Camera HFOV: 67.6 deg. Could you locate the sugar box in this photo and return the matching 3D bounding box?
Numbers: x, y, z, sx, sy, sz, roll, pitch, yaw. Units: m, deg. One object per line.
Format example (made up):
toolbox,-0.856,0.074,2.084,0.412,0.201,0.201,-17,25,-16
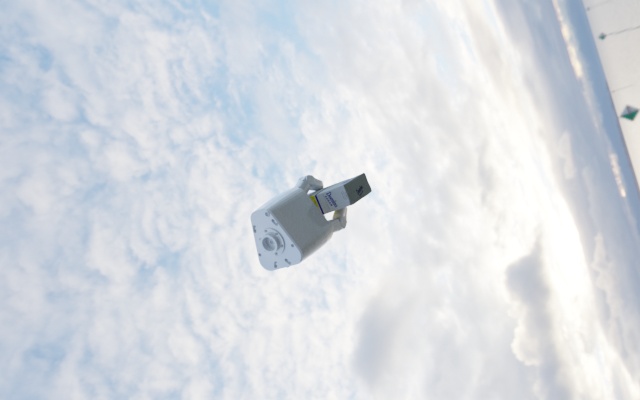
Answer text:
sugar box,0.000,0.004,0.899,0.176,0.048,0.093,-17,8,33
